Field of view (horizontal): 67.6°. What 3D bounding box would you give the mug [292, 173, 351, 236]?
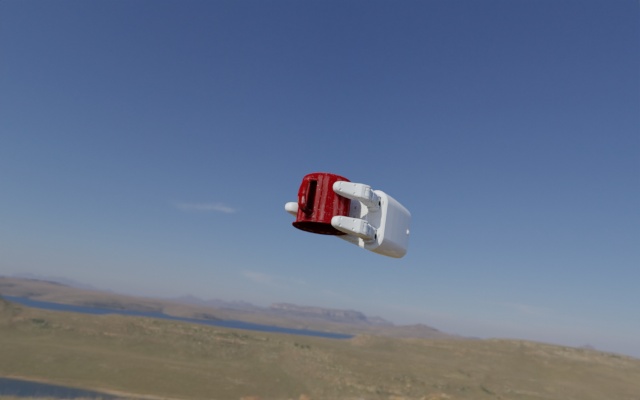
[{"bbox_3d":[-0.001,0.002,0.747,0.093,0.081,0.117,-2,-18,33],"label":"mug"}]
